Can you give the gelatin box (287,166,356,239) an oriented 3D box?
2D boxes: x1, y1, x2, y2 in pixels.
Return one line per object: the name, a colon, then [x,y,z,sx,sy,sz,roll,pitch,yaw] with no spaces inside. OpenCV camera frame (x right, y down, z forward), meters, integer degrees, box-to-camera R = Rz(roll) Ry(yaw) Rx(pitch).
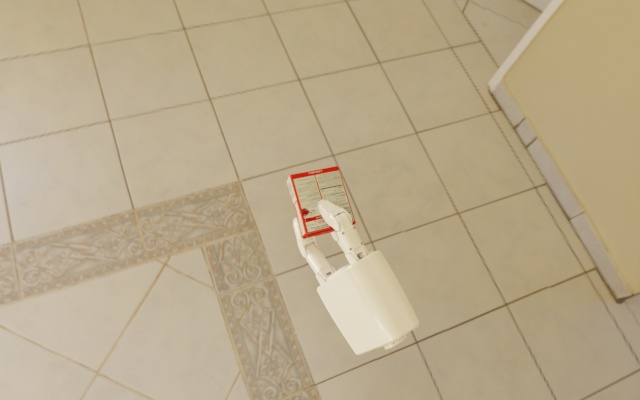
gelatin box: [0.000,0.002,0.662,0.073,0.089,0.030,-12,-12,-18]
